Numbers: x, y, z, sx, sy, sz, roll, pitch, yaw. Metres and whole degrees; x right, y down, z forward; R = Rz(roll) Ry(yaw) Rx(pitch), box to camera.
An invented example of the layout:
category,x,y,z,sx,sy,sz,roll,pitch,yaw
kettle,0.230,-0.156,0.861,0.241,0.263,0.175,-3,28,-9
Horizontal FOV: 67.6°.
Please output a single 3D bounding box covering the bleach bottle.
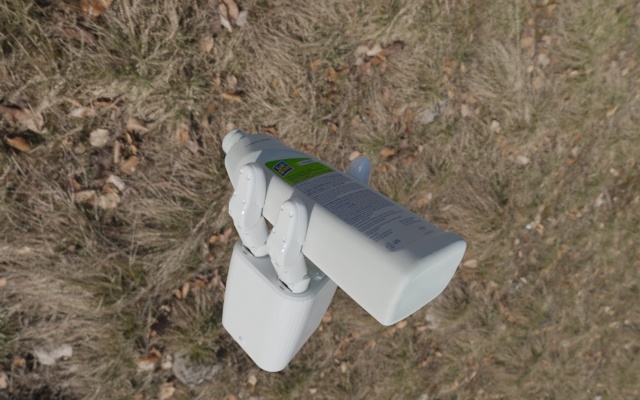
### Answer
category,x,y,z,sx,sy,sz,roll,pitch,yaw
bleach bottle,0.000,0.001,0.440,0.102,0.068,0.250,-17,44,-44
